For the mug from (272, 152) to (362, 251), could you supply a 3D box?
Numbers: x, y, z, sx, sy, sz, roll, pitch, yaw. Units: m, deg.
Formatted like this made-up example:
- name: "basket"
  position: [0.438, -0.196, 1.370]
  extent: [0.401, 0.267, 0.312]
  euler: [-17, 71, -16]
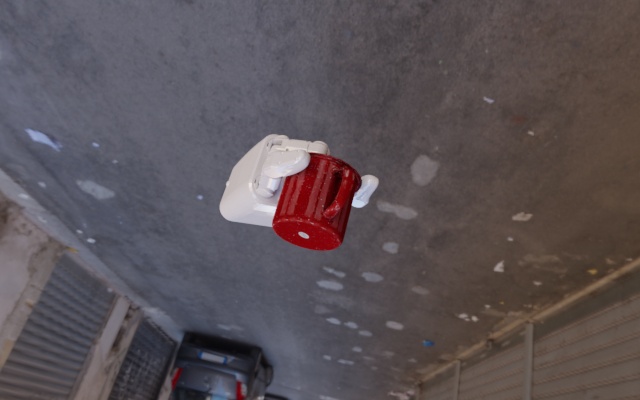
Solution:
- name: "mug"
  position: [0.001, 0.002, 0.530]
  extent: [0.093, 0.081, 0.117]
  euler: [28, -29, -23]
